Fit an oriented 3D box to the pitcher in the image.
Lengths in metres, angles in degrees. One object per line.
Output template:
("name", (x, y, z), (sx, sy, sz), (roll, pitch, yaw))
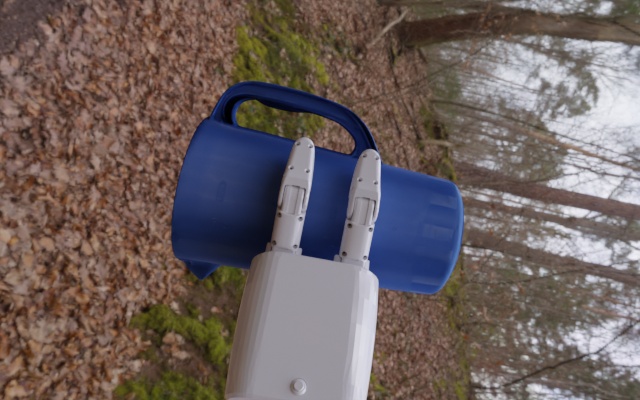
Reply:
("pitcher", (0.000, 0.002, 0.437), (0.243, 0.145, 0.149), (11, -37, -2))
